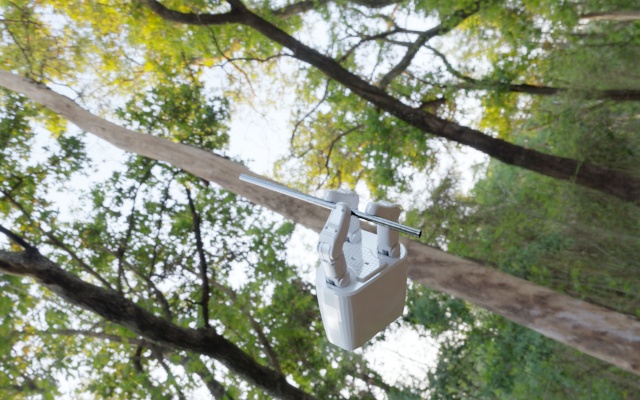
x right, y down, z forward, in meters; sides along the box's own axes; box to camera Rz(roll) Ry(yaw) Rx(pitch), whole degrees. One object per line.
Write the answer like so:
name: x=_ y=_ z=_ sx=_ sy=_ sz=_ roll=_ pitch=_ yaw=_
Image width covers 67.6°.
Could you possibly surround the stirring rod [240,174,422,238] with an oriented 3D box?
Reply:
stirring rod: x=0.000 y=0.002 z=0.532 sx=0.239 sy=0.011 sz=0.011 roll=18 pitch=9 yaw=31
